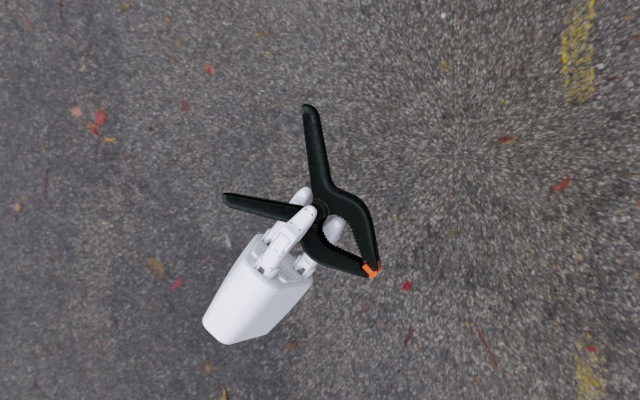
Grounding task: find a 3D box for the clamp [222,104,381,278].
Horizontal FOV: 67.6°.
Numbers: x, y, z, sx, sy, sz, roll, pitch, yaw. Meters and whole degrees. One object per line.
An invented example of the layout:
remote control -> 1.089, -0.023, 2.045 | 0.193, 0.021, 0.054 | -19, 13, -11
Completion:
clamp -> 0.000, 0.002, 0.564 | 0.210, 0.164, 0.036 | 41, 17, 9
